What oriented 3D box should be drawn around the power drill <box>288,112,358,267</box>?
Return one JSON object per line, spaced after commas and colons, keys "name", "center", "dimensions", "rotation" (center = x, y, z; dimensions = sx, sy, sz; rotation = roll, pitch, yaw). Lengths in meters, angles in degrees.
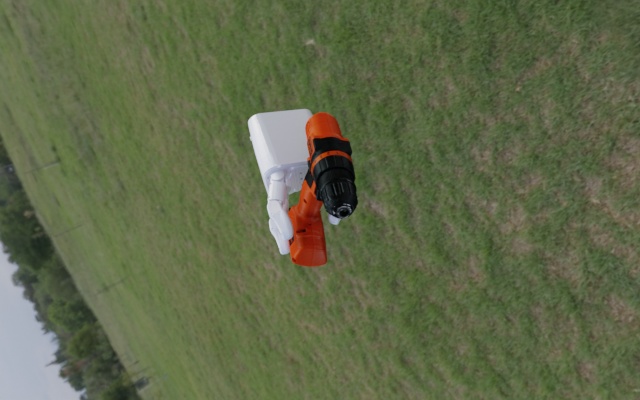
{"name": "power drill", "center": [0.000, 0.002, 0.643], "dimensions": [0.057, 0.188, 0.184], "rotation": [6, 41, -14]}
